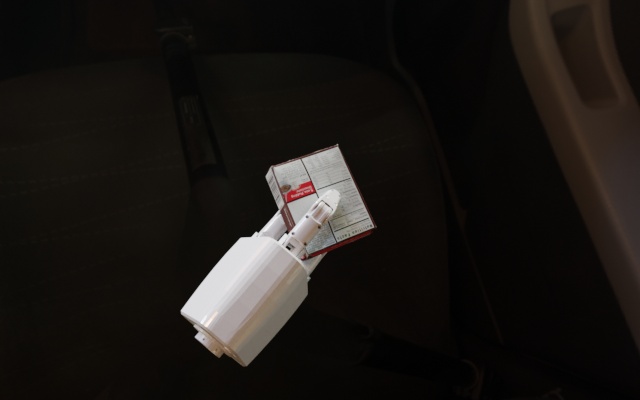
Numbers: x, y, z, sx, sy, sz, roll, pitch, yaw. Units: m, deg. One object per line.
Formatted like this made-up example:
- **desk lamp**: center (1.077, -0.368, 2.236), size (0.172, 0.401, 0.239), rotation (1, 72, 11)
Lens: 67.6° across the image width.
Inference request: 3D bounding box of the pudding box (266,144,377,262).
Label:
- **pudding box**: center (0.000, 0.002, 0.550), size (0.090, 0.113, 0.039), rotation (-20, -9, -19)
